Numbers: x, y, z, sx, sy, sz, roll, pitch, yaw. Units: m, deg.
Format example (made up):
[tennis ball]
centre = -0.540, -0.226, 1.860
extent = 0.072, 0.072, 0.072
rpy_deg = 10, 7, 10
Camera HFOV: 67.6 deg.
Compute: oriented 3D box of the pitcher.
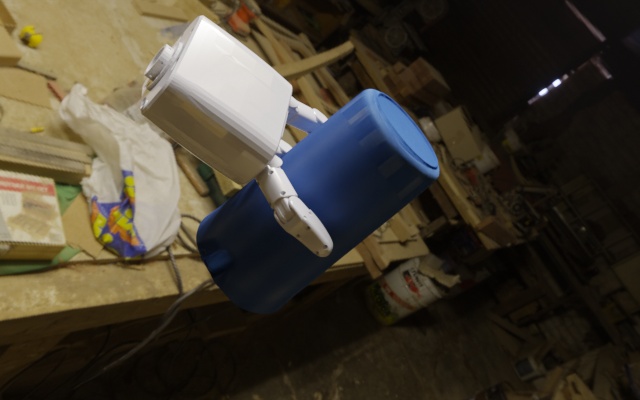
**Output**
[pitcher]
centre = 0.000, 0.002, 0.500
extent = 0.243, 0.149, 0.145
rpy_deg = -39, -59, 25
